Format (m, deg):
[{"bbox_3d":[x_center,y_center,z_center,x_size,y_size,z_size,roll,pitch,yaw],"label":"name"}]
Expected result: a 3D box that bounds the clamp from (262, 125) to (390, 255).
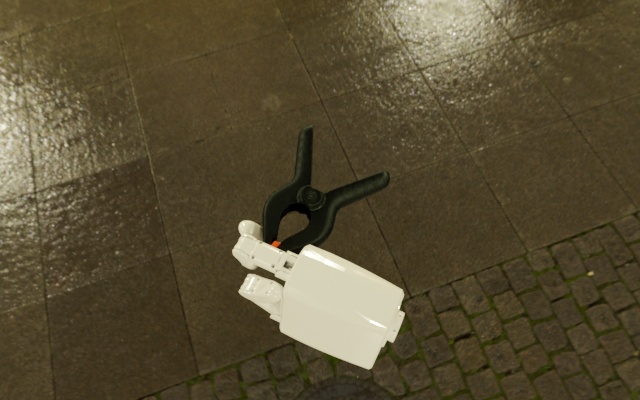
[{"bbox_3d":[0.000,0.002,0.532,0.120,0.171,0.039,22,-23,11],"label":"clamp"}]
